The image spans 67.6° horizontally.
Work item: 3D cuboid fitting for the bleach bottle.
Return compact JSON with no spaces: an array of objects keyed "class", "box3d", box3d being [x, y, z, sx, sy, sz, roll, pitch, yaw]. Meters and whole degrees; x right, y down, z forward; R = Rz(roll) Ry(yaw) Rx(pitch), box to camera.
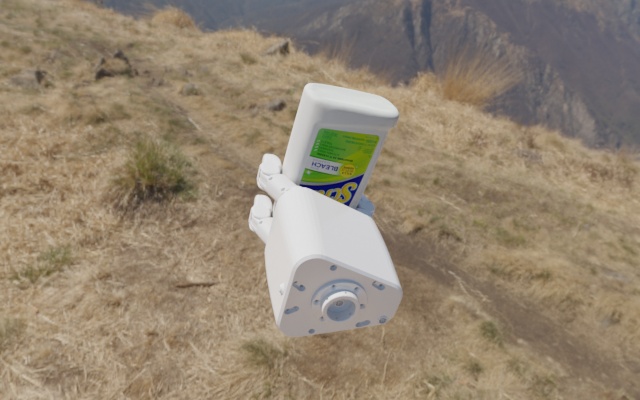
[{"class":"bleach bottle","box3d":[0.000,0.002,0.541,0.102,0.251,0.068,7,29,-16]}]
